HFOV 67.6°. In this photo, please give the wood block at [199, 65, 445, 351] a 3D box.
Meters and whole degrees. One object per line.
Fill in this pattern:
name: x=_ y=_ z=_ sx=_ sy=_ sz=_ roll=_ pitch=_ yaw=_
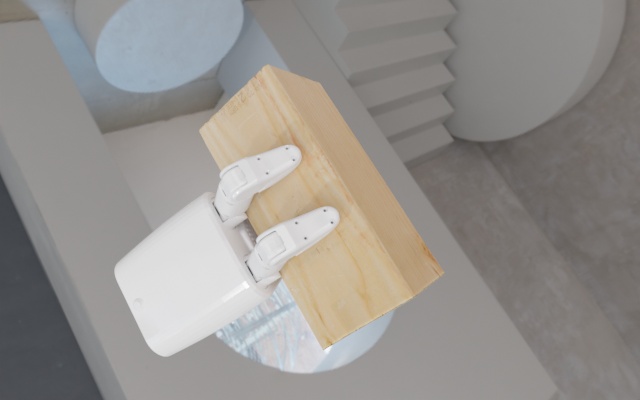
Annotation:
wood block: x=0.000 y=0.002 z=0.401 sx=0.090 sy=0.206 sz=0.091 roll=-37 pitch=-14 yaw=24
